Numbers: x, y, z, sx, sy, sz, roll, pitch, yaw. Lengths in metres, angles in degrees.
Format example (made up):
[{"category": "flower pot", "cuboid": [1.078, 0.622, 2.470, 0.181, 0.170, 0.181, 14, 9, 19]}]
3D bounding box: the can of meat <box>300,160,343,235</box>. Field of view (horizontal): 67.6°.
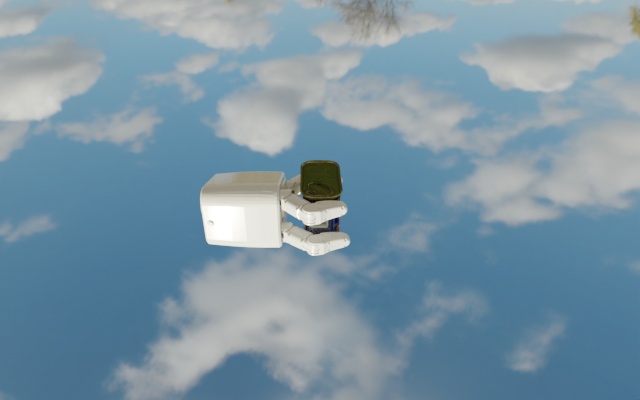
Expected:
[{"category": "can of meat", "cuboid": [0.000, 0.002, 0.691, 0.057, 0.084, 0.102, -1, 33, -2]}]
